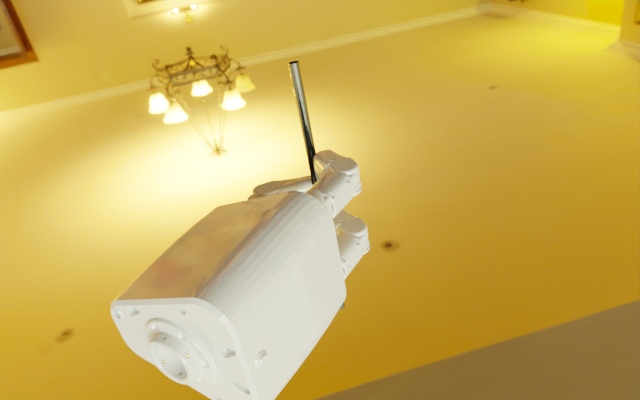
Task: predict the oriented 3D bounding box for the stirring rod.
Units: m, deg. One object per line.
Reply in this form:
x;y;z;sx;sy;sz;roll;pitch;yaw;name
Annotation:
0.000;0.001;0.410;0.011;0.240;0.011;-8;30;5;stirring rod
